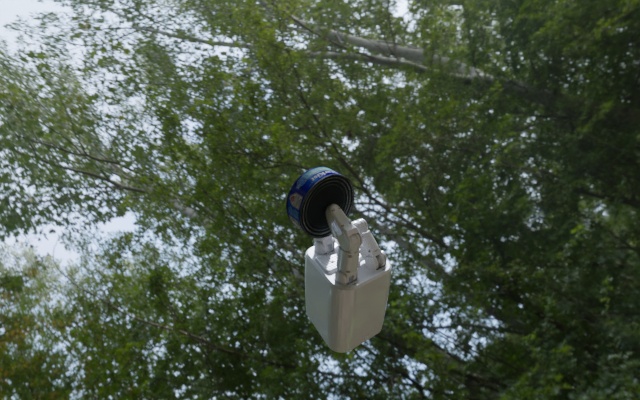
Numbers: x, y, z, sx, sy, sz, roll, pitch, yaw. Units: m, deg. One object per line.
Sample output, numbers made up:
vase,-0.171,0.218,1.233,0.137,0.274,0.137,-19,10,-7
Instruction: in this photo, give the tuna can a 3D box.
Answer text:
tuna can,0.000,0.002,0.596,0.086,0.086,0.033,0,23,-43
